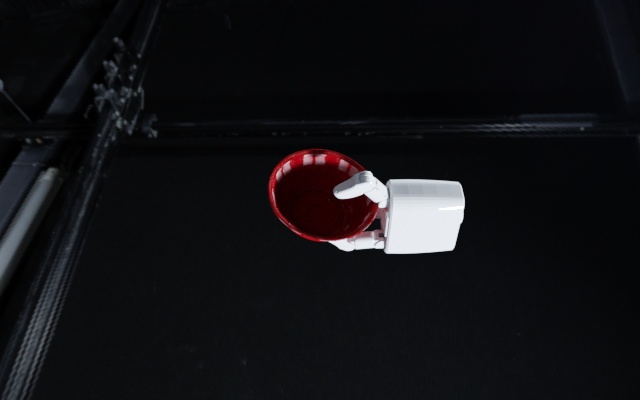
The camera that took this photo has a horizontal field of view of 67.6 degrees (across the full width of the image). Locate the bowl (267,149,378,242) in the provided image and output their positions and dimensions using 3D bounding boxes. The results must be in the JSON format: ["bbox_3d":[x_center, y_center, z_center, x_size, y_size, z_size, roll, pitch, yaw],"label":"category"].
[{"bbox_3d":[-0.001,0.002,0.701,0.162,0.162,0.055,0,-35,-13],"label":"bowl"}]
